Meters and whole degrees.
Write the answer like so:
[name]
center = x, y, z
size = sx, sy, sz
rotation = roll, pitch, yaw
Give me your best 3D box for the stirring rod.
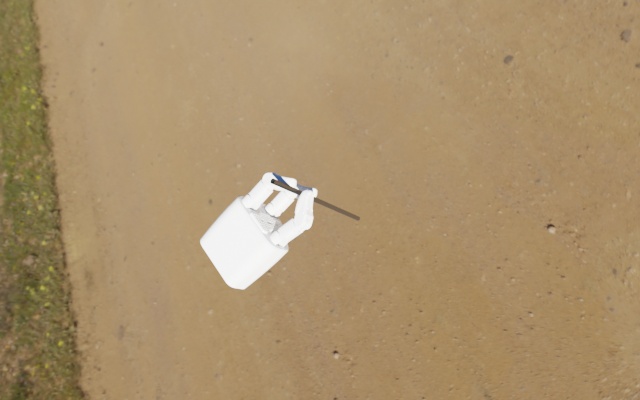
[stirring rod]
center = 0.000, 0.003, 0.777
size = 0.011, 0.011, 0.239
rotation = 0, -15, 36
